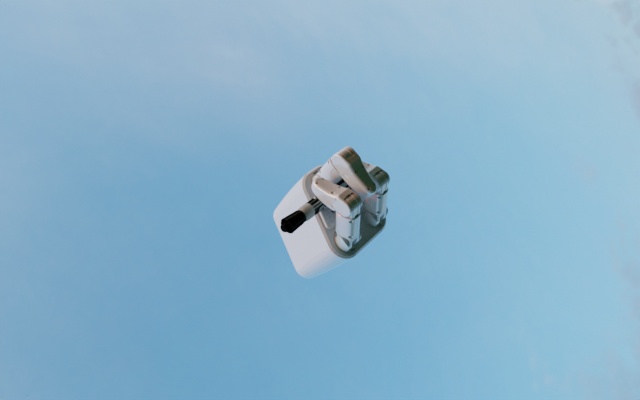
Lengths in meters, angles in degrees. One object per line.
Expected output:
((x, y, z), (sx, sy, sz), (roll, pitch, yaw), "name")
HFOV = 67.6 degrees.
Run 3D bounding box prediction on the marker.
((0.000, 0.002, 0.536), (0.020, 0.020, 0.121), (0, 28, 48), "marker")
